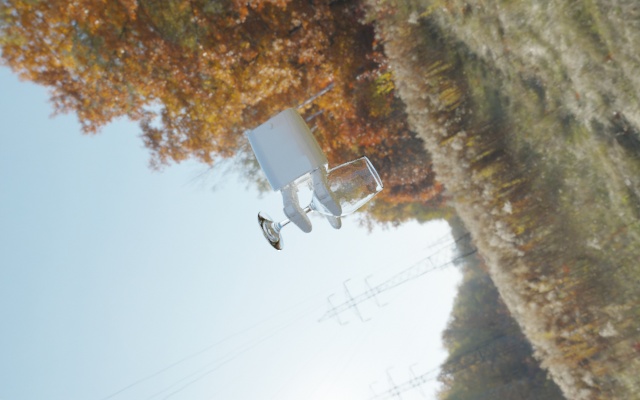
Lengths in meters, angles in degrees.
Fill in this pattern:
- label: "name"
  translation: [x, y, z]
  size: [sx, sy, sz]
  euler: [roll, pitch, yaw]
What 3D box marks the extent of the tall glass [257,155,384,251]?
- label: "tall glass"
  translation: [0.000, 0.003, 0.775]
  size: [0.201, 0.079, 0.079]
  euler: [-30, -7, 13]
